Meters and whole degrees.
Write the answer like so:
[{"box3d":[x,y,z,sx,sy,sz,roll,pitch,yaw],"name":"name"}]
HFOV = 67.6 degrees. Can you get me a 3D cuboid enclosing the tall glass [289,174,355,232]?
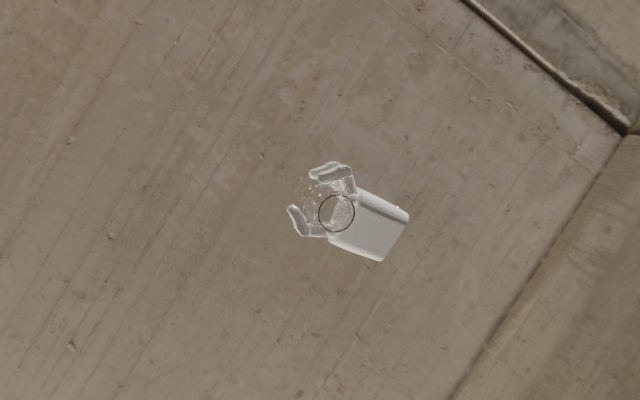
[{"box3d":[0.000,0.003,0.848,0.079,0.079,0.201,0,10,-15],"name":"tall glass"}]
